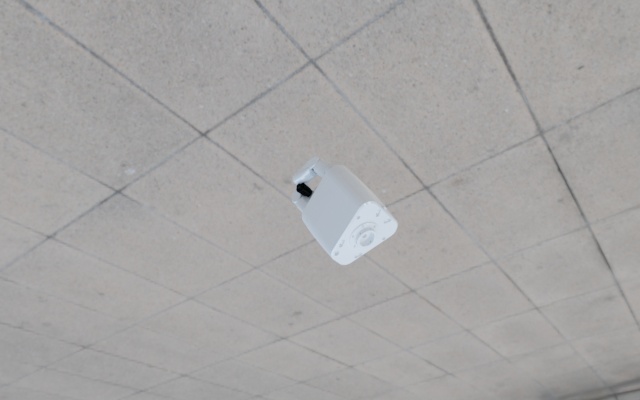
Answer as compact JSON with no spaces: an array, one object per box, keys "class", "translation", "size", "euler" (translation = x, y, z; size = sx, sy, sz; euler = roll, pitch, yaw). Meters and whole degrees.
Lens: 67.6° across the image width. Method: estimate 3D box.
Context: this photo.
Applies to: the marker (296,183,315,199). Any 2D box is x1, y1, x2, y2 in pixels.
[{"class":"marker","translation":[0.000,0.003,0.823],"size":[0.020,0.020,0.121],"euler":[0,-27,42]}]
